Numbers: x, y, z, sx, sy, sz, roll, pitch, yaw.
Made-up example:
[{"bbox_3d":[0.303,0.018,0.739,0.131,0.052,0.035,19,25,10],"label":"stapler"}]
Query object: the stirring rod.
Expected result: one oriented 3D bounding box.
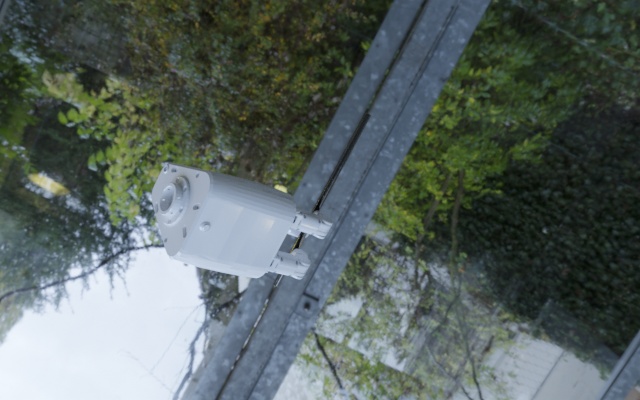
[{"bbox_3d":[0.000,0.002,0.584,0.011,0.239,0.011,28,9,-5],"label":"stirring rod"}]
